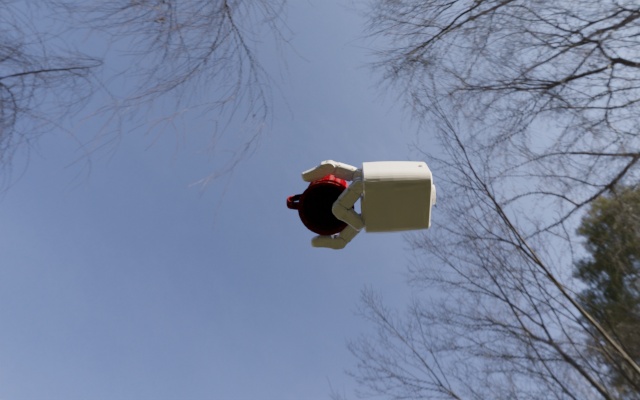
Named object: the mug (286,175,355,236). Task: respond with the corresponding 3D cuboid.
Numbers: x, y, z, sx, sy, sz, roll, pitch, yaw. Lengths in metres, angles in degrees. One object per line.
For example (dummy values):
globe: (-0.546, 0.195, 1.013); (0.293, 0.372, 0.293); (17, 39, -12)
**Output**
mug: (-0.001, 0.003, 0.819); (0.117, 0.093, 0.081); (-2, 18, 5)
